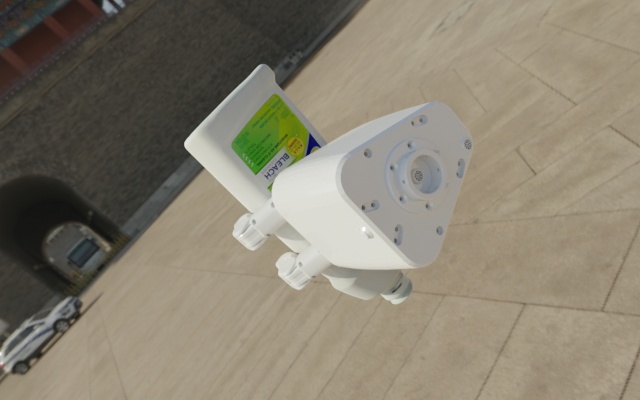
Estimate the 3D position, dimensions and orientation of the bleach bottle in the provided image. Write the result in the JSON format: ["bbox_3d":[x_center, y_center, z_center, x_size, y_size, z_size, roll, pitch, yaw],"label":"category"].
[{"bbox_3d":[0.000,0.002,0.447,0.251,0.102,0.068,44,-21,-15],"label":"bleach bottle"}]
